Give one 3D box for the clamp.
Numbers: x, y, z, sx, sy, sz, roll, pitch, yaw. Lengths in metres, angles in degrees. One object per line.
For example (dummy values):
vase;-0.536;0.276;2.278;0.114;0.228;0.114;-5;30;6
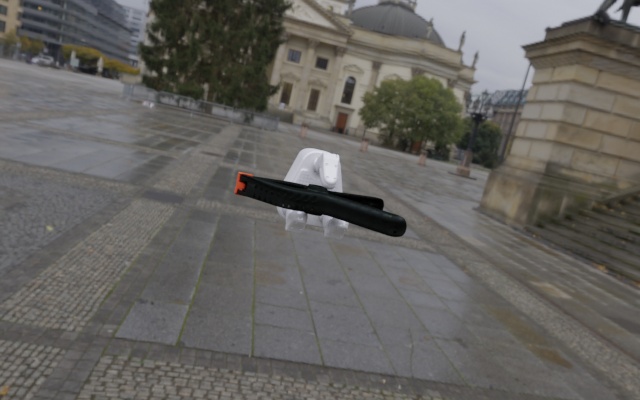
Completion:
clamp;0.000;0.001;0.590;0.210;0.036;0.164;11;7;-11
